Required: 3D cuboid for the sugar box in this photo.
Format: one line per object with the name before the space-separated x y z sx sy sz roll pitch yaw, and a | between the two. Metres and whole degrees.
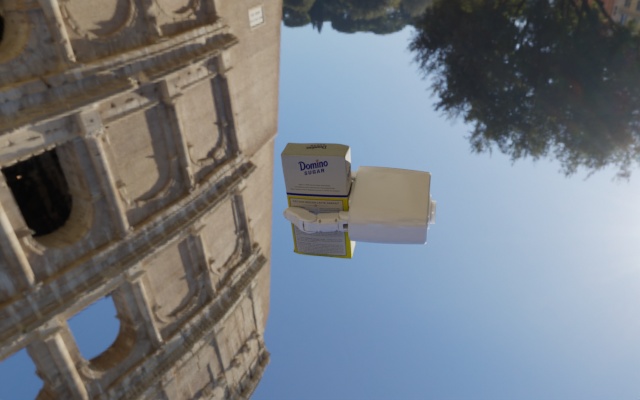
sugar box | 0.000 0.002 0.700 0.093 0.176 0.048 4 31 12
